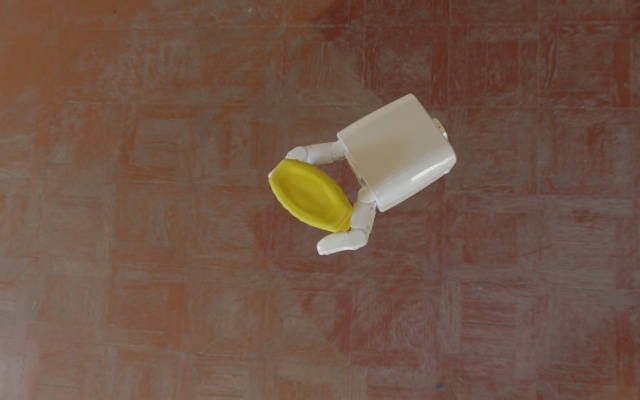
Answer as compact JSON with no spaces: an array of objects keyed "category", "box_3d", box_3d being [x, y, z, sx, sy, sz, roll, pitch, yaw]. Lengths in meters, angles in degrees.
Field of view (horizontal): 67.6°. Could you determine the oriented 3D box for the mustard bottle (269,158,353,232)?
[{"category":"mustard bottle","box_3d":[0.000,0.002,0.604,0.096,0.058,0.191,36,0,10]}]
